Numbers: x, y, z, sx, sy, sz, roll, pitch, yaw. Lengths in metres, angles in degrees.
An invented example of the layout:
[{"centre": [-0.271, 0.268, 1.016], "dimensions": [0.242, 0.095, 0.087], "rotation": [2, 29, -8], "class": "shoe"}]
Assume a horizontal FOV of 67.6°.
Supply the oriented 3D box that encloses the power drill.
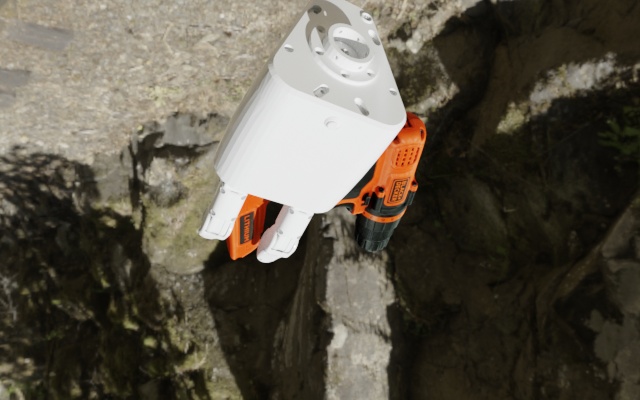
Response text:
[{"centre": [0.000, 0.001, 0.462], "dimensions": [0.187, 0.057, 0.185], "rotation": [-11, -41, -17], "class": "power drill"}]
